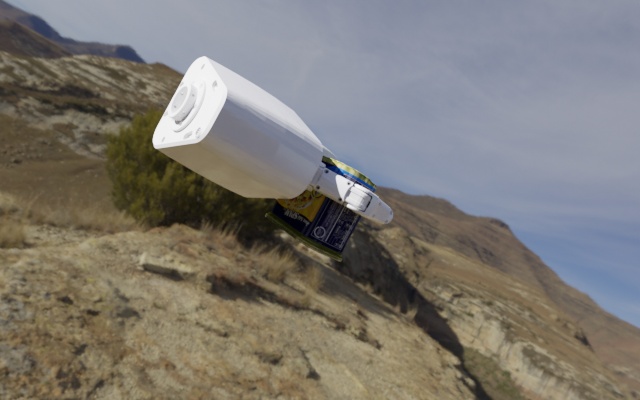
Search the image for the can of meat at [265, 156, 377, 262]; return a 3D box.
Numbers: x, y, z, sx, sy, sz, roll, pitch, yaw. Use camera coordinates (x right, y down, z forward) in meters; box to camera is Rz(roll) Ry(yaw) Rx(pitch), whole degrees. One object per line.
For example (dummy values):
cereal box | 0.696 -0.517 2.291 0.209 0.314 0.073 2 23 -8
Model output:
can of meat | 0.000 0.001 0.485 0.057 0.084 0.102 28 0 -34
